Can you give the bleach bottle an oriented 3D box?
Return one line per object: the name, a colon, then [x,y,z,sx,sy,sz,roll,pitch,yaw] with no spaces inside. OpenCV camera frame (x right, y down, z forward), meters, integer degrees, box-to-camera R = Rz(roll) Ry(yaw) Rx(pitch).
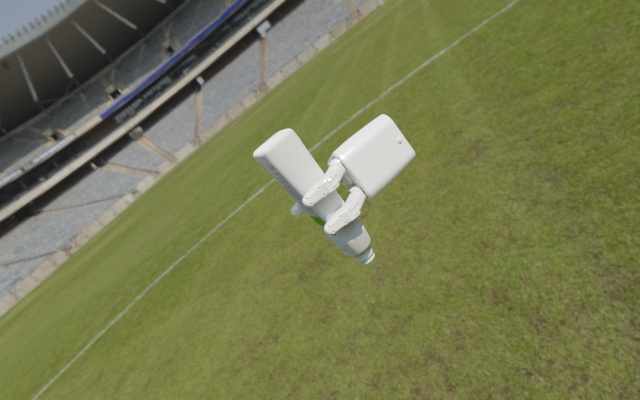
bleach bottle: [0.000,0.003,0.768,0.068,0.251,0.102,-42,16,-10]
